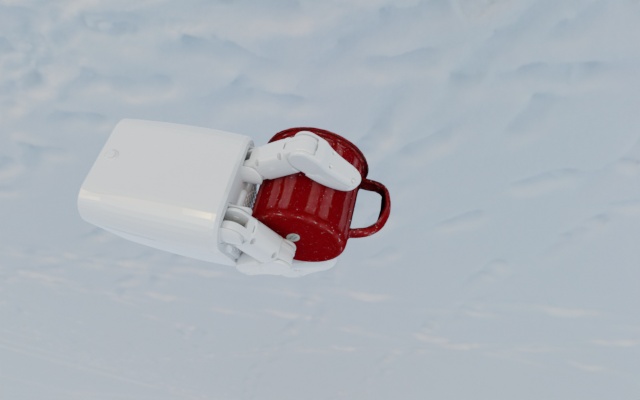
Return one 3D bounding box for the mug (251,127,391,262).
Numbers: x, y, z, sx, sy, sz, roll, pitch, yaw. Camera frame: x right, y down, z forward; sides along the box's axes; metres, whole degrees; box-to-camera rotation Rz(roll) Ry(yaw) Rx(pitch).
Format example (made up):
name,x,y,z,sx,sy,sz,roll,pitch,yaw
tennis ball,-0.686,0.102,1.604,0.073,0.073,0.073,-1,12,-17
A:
name,x,y,z,sx,sy,sz,roll,pitch,yaw
mug,0.001,0.002,0.401,0.117,0.081,0.093,10,-32,6
